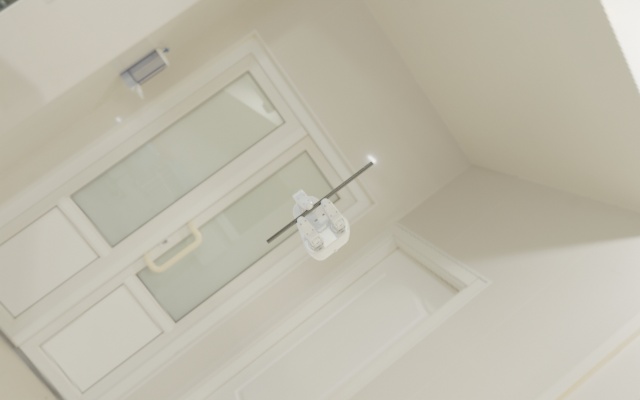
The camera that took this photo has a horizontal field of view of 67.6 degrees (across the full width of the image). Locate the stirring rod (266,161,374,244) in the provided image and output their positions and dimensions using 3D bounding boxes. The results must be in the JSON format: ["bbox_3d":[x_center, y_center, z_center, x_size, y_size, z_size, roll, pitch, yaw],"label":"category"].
[{"bbox_3d":[0.000,0.003,0.868,0.239,0.011,0.011,-37,4,-6],"label":"stirring rod"}]
